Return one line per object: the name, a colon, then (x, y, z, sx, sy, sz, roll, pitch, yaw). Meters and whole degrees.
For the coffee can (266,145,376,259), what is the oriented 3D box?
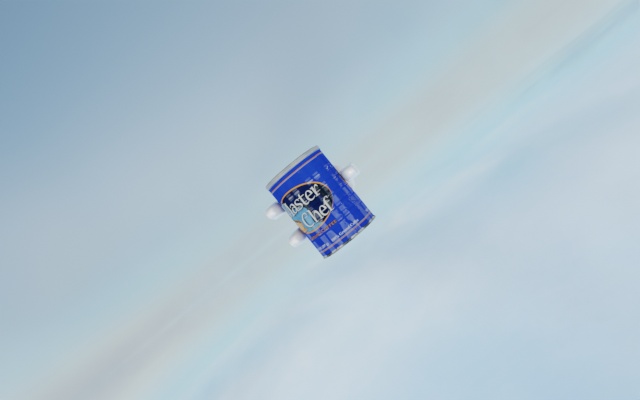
coffee can: (0.000, 0.002, 0.727, 0.103, 0.140, 0.103, -39, 0, 0)
